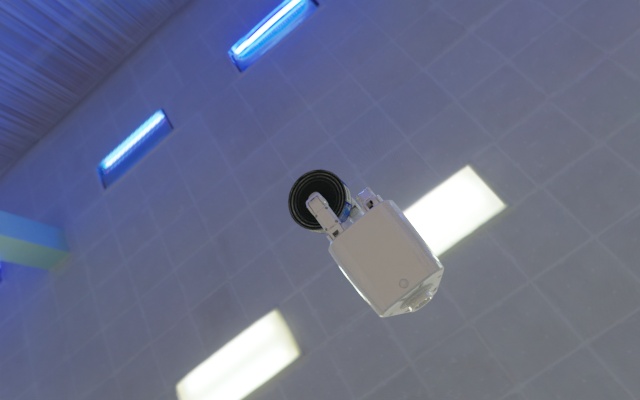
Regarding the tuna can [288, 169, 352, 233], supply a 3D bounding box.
[{"bbox_3d":[0.000,0.002,0.669,0.086,0.086,0.034,0,-14,22],"label":"tuna can"}]
